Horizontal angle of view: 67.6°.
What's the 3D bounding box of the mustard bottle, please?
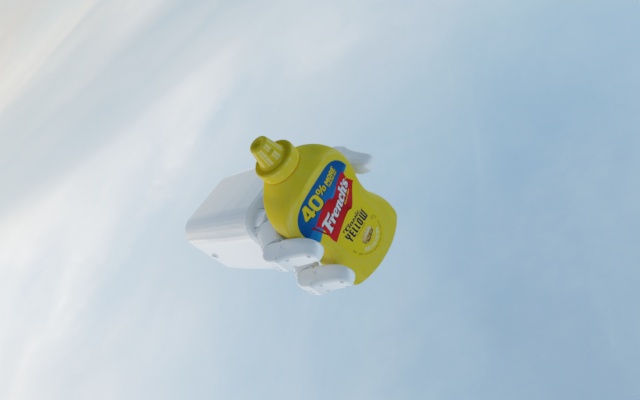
[{"bbox_3d":[0.000,0.002,0.462,0.058,0.096,0.192,19,-18,47],"label":"mustard bottle"}]
